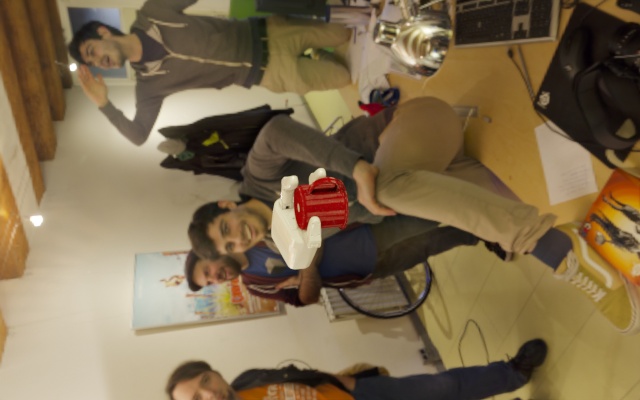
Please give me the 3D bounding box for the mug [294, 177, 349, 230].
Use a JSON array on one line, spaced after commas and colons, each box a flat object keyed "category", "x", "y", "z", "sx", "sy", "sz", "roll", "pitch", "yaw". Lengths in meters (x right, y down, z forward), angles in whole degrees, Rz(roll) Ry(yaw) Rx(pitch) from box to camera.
[{"category": "mug", "x": 0.000, "y": 0.002, "z": 0.863, "sx": 0.081, "sy": 0.093, "sz": 0.117, "roll": -5, "pitch": -38, "yaw": -16}]
